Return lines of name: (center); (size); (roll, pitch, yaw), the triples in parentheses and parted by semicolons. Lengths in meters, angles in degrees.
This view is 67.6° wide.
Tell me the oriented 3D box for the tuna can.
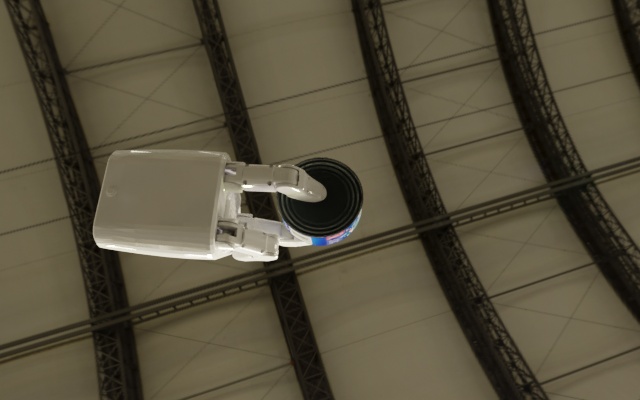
tuna can: (0.000, 0.002, 0.484); (0.086, 0.086, 0.034); (0, -22, 3)
